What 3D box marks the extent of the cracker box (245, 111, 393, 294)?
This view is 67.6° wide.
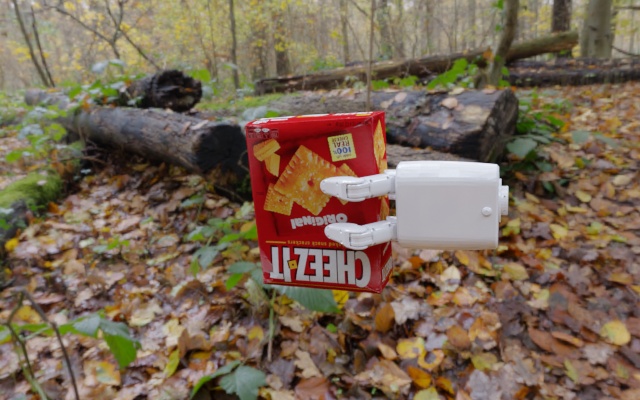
[{"bbox_3d":[0.000,0.002,0.597,0.164,0.214,0.072,1,15,21],"label":"cracker box"}]
